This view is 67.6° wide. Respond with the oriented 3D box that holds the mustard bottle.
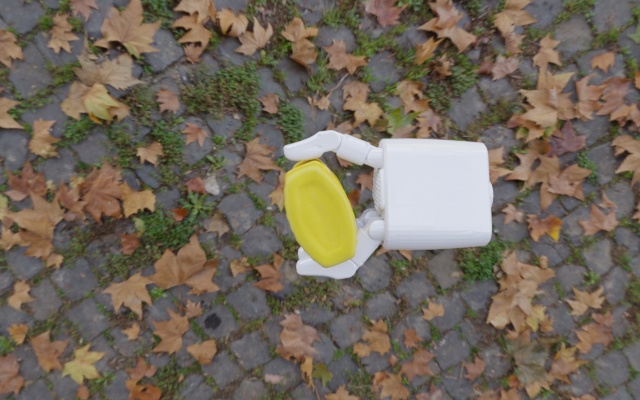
[{"bbox_3d":[0.000,0.002,0.515,0.058,0.096,0.191,-24,8,3],"label":"mustard bottle"}]
